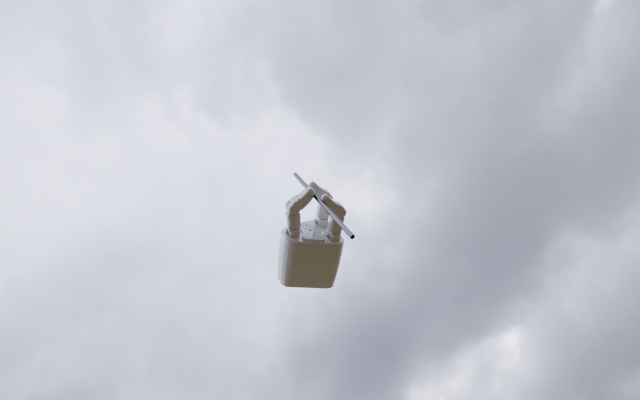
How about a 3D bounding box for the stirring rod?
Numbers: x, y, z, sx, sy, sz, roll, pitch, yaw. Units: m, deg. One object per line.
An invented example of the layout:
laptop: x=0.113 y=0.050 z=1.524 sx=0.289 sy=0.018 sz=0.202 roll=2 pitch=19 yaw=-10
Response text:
stirring rod: x=0.000 y=0.003 z=0.832 sx=0.011 sy=0.011 sz=0.239 roll=0 pitch=26 yaw=-27
